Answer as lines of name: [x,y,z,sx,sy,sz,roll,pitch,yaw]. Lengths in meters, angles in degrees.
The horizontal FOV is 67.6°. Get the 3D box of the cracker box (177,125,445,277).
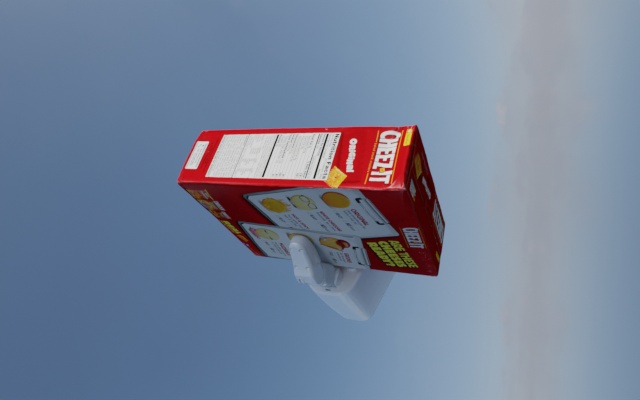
cracker box: [0.000,0.002,0.464,0.213,0.072,0.164,2,-30,24]
